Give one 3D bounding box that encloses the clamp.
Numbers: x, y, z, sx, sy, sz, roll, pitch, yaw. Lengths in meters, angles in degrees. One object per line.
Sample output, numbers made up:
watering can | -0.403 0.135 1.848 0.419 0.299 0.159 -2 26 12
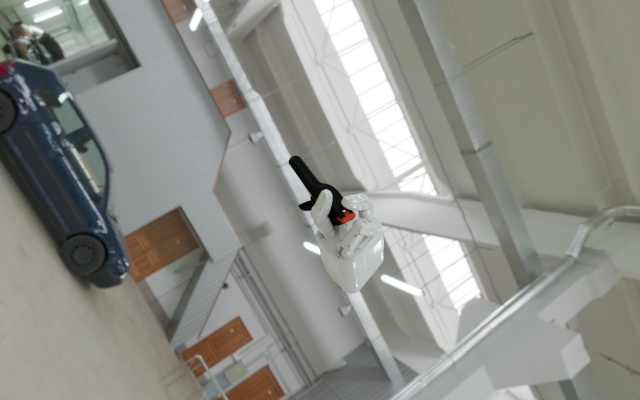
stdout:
clamp | 0.001 0.003 0.862 0.039 0.120 0.171 -31 49 -17
